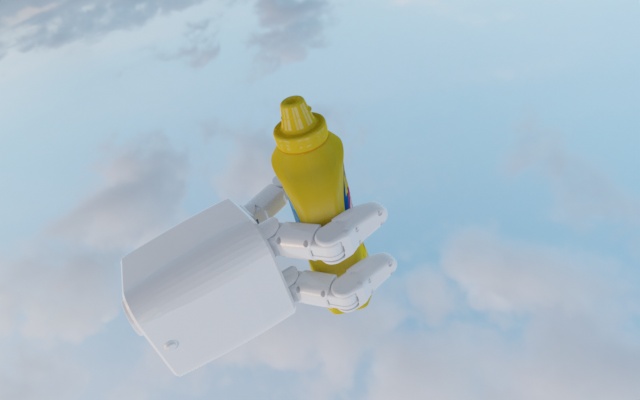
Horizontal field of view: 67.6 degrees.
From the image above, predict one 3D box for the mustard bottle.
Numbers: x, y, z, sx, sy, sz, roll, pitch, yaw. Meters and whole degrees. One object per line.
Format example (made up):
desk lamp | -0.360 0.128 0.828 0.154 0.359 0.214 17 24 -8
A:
mustard bottle | 0.000 0.001 0.401 0.058 0.192 0.096 -14 37 4
